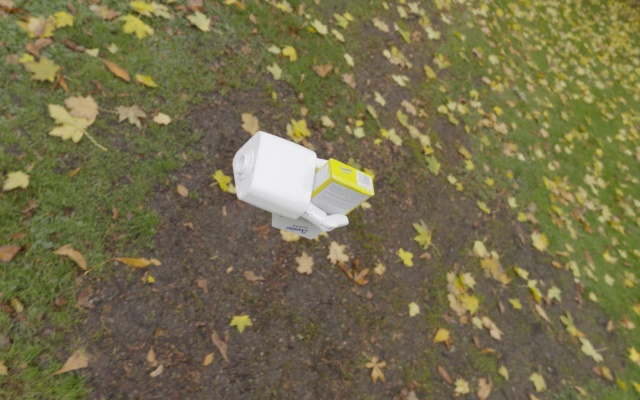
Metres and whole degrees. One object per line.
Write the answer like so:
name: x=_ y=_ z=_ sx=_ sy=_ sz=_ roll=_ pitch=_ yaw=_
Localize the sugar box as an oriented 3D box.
sugar box: x=0.000 y=0.002 z=0.827 sx=0.093 sy=0.048 sz=0.176 roll=22 pitch=-39 yaw=-32
